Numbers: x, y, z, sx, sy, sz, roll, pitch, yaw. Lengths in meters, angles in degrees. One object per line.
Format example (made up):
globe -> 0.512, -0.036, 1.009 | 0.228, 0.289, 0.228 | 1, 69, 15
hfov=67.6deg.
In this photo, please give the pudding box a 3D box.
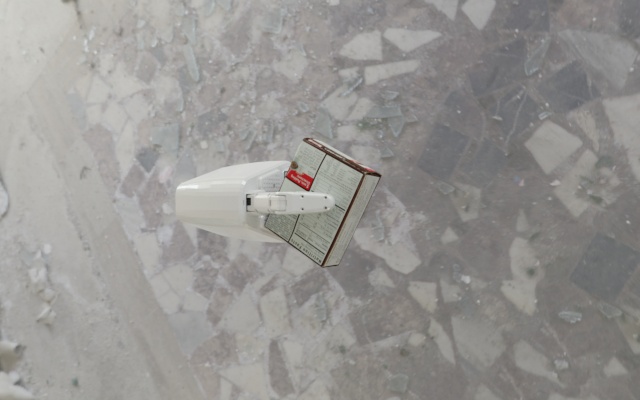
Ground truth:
pudding box -> 0.000, 0.002, 0.508 | 0.090, 0.113, 0.039 | 32, 17, 28
